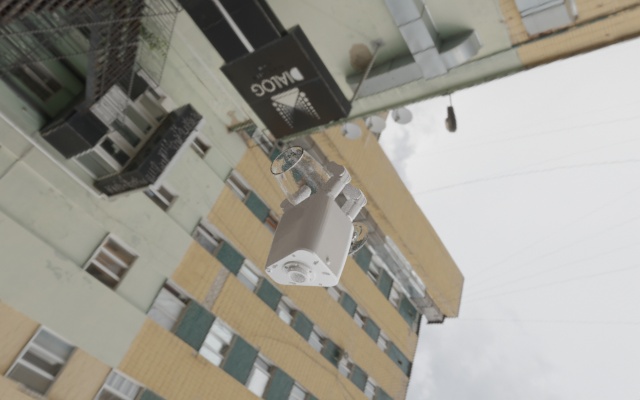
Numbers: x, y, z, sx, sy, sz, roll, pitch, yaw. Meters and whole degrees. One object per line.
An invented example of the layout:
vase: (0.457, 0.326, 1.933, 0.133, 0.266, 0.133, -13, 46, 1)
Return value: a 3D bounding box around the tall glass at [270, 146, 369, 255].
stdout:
tall glass: (0.000, 0.003, 0.787, 0.079, 0.079, 0.201, 0, -41, 44)
